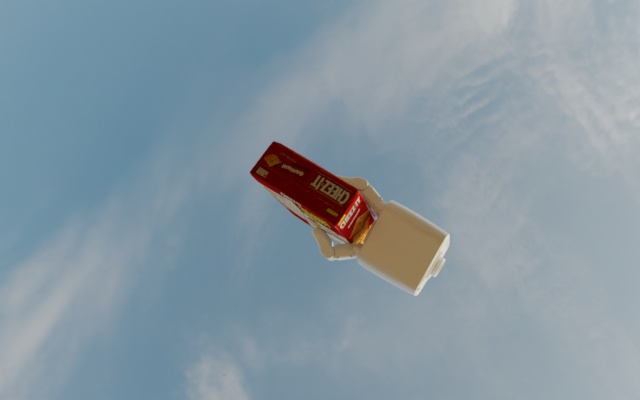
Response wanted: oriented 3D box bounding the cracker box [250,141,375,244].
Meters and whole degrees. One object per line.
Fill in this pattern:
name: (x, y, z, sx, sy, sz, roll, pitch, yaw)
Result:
cracker box: (0.000, 0.003, 0.788, 0.164, 0.072, 0.214, 31, -8, 21)
